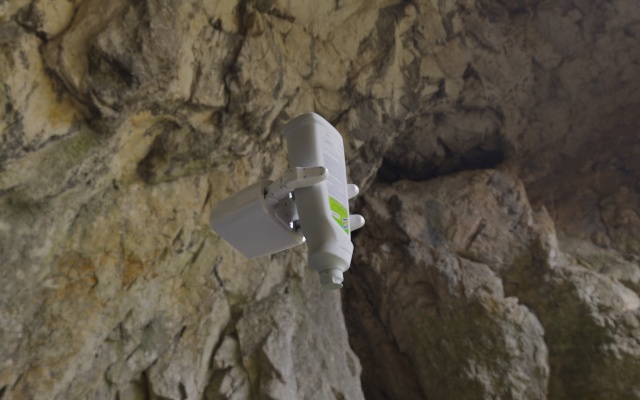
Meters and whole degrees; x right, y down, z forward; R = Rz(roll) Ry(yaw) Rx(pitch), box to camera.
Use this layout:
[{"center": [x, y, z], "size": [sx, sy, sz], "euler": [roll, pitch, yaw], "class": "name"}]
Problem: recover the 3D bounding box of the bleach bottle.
[{"center": [0.000, 0.002, 0.684], "size": [0.068, 0.250, 0.103], "euler": [-23, -34, 28], "class": "bleach bottle"}]
